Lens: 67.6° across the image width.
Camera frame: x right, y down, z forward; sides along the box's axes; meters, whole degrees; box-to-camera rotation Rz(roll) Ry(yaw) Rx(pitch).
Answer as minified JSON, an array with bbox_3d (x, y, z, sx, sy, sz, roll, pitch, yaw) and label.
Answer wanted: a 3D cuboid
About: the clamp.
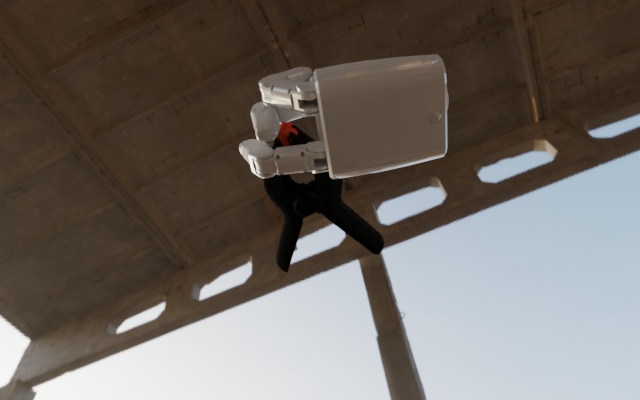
[{"bbox_3d":[0.000,0.001,0.490,0.120,0.172,0.039,-8,34,2],"label":"clamp"}]
